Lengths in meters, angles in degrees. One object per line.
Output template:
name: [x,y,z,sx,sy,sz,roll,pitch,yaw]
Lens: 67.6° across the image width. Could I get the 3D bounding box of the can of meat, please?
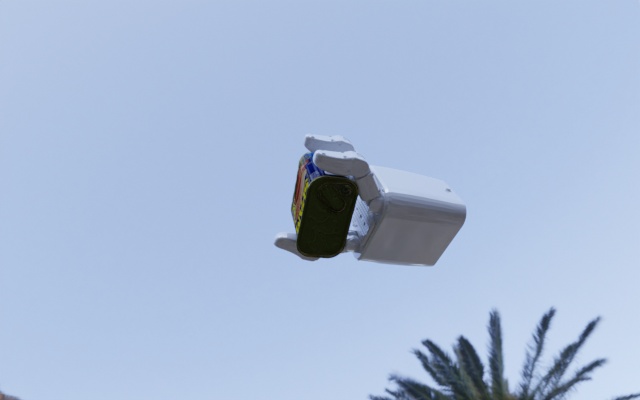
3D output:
can of meat: [0.000,0.002,0.559,0.057,0.102,0.084,6,26,-14]
